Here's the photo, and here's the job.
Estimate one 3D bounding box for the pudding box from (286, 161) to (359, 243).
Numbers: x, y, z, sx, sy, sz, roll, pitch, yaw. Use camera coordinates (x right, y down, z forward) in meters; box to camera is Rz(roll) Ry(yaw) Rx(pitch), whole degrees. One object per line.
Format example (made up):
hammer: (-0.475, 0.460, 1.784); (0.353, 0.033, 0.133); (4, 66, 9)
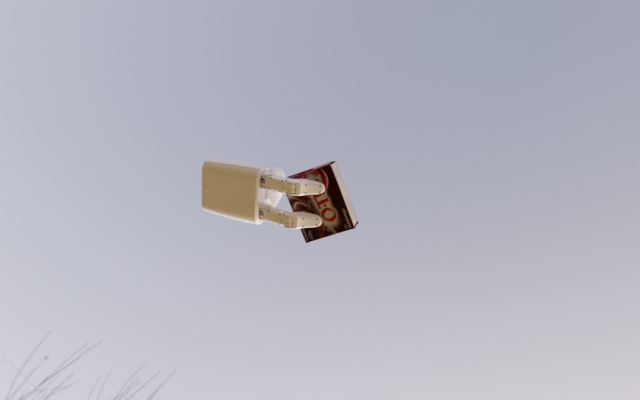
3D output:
pudding box: (0.000, 0.003, 0.774); (0.090, 0.113, 0.039); (-19, 10, 23)
